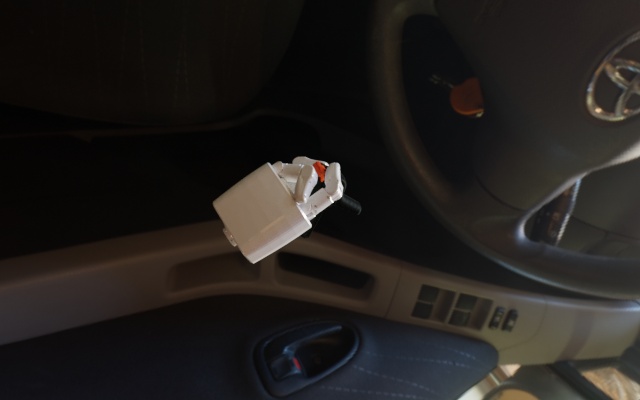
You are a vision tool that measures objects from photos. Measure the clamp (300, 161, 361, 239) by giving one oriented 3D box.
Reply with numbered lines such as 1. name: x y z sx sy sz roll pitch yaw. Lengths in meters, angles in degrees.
1. clamp: 0.000 0.003 0.799 0.120 0.039 0.172 -35 -36 -4
